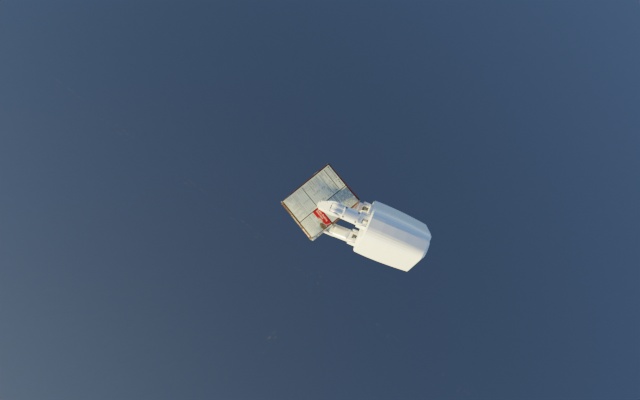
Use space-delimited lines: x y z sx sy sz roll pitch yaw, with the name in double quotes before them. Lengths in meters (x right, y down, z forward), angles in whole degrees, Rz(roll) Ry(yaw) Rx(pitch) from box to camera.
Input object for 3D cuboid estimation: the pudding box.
"pudding box" 0.000 0.003 0.855 0.113 0.090 0.039 -39 -6 -5
